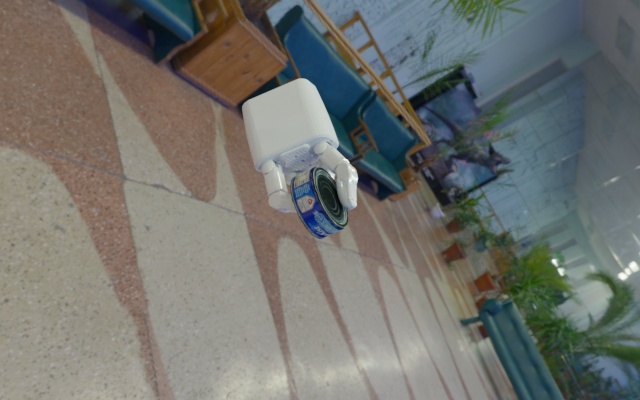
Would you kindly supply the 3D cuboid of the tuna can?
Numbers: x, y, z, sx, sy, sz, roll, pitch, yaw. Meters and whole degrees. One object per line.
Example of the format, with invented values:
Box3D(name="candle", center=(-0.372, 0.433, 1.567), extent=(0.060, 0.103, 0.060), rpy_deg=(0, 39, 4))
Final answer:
Box3D(name="tuna can", center=(0.001, 0.002, 0.591), extent=(0.034, 0.086, 0.086), rpy_deg=(-25, -10, 21))
